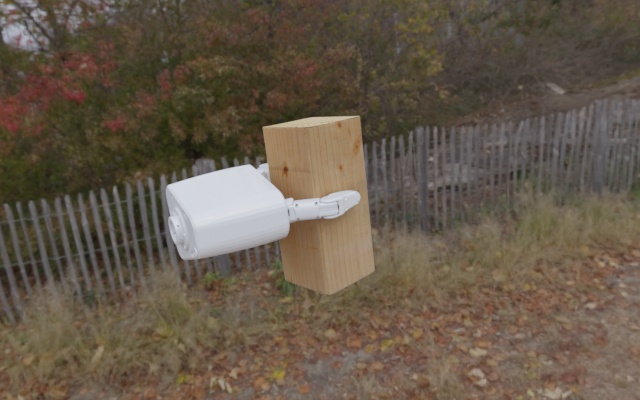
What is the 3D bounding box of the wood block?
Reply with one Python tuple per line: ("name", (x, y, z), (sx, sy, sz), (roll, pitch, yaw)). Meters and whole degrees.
("wood block", (0.000, 0.002, 0.612), (0.090, 0.206, 0.091), (-19, 19, -39))
